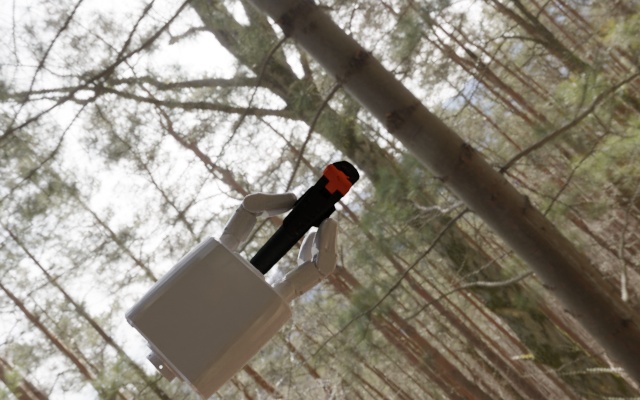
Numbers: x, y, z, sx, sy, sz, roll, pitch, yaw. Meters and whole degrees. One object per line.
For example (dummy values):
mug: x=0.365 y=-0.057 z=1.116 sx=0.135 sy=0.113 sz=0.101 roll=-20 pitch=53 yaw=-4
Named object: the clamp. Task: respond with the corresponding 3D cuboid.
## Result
clamp: x=-0.001 y=0.001 z=0.506 sx=0.164 sy=0.036 sz=0.210 roll=-45 pitch=-2 yaw=-26
